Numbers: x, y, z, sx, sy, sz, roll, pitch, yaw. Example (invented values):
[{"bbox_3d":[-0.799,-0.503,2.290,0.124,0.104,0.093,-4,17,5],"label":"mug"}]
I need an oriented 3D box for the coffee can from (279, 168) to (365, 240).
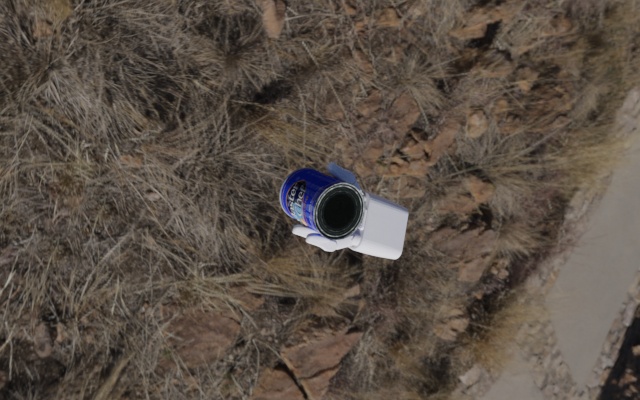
[{"bbox_3d":[0.000,0.003,0.867,0.103,0.103,0.140,0,14,-29],"label":"coffee can"}]
